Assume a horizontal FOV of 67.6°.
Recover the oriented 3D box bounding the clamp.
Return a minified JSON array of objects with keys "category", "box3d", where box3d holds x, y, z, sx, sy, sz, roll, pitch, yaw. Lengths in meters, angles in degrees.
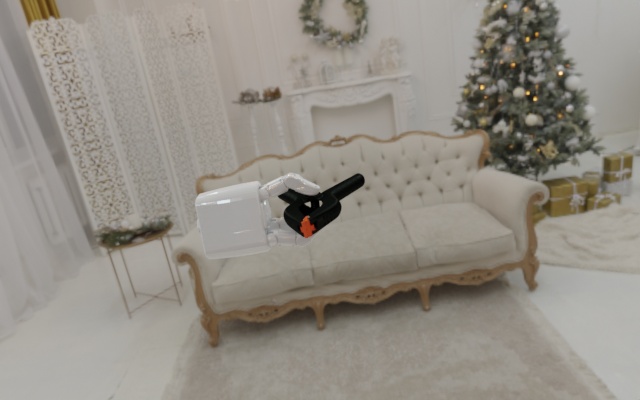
[{"category":"clamp","box3d":[0.000,0.002,0.798,0.164,0.036,0.210,-12,20,4]}]
